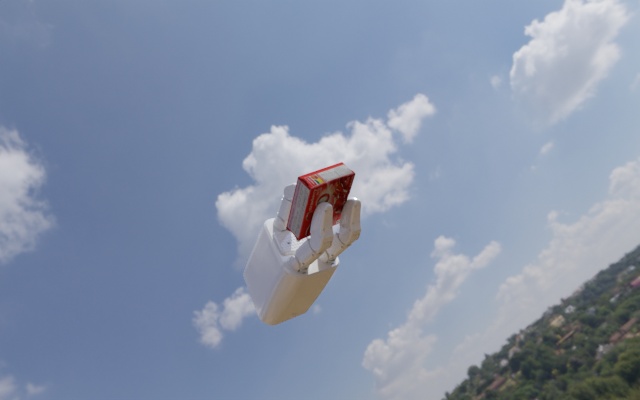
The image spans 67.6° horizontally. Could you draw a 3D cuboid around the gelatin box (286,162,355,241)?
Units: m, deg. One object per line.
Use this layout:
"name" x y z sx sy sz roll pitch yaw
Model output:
"gelatin box" 0.000 0.001 0.601 0.073 0.089 0.030 -21 50 -36
